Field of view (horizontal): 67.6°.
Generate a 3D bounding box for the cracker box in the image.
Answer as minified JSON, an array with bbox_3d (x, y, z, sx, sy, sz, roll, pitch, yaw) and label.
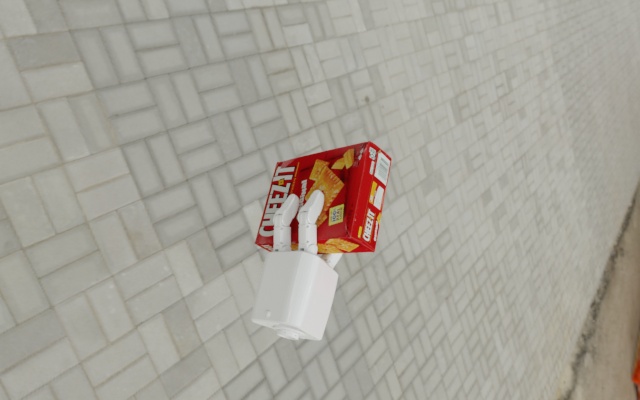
[{"bbox_3d":[0.000,0.003,0.783,0.214,0.164,0.072,-8,-30,41],"label":"cracker box"}]
